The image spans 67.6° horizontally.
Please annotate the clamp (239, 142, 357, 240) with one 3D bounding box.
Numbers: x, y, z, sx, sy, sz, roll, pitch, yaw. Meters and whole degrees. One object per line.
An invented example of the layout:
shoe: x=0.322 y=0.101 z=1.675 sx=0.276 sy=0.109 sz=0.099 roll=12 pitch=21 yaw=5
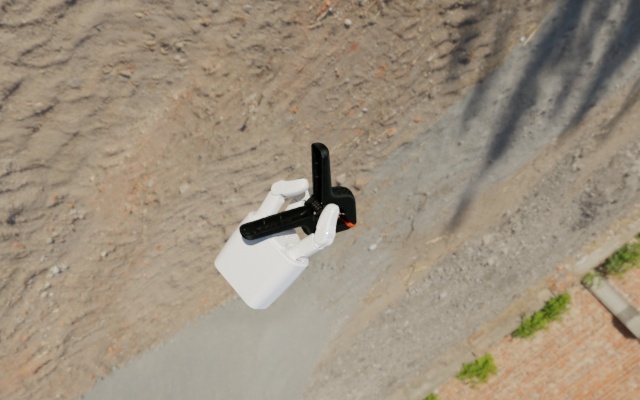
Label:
clamp: x=0.001 y=0.003 z=0.693 sx=0.210 sy=0.164 sz=0.036 roll=15 pitch=30 yaw=-53
